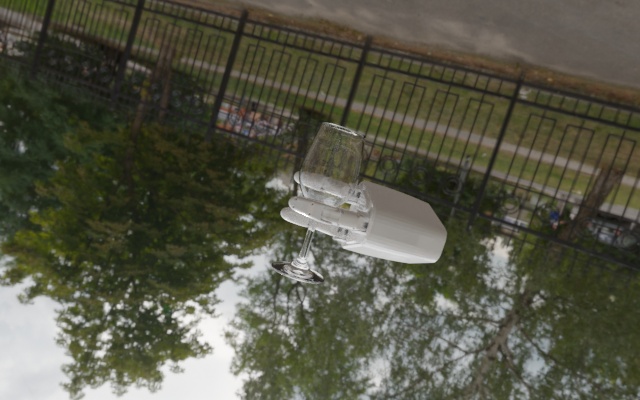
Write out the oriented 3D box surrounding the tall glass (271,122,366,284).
[{"bbox_3d":[0.000,0.003,0.629,0.079,0.201,0.079,17,5,-2],"label":"tall glass"}]
